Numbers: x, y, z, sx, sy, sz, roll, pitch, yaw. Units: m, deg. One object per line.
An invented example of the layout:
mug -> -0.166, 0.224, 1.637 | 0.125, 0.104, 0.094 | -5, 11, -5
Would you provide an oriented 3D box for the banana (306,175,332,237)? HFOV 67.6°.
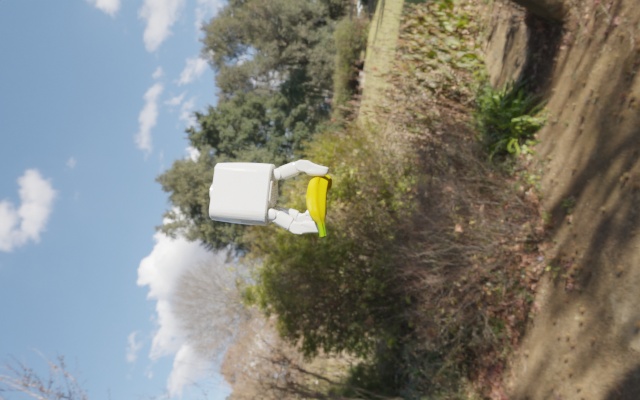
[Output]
banana -> -0.002, -0.012, 0.877 | 0.037, 0.070, 0.197 | -2, 29, 7
